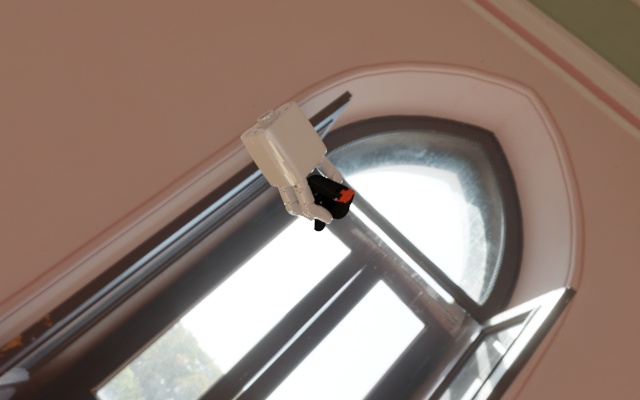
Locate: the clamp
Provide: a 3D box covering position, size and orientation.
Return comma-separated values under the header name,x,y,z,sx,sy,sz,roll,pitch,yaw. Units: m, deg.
name,x,y,z,sx,sy,sz,roll,pitch,yaw
clamp,0.001,0.002,0.875,0.036,0.165,0.210,-47,26,-22
